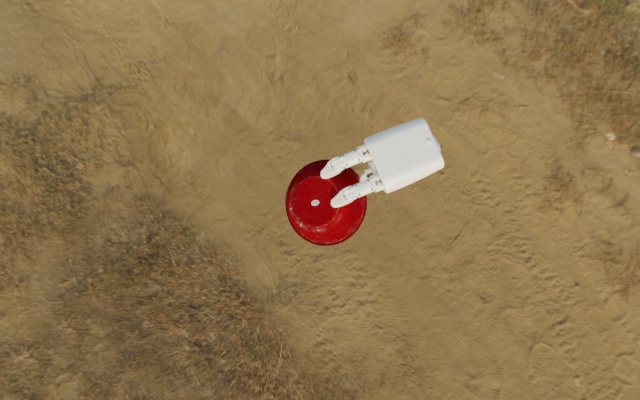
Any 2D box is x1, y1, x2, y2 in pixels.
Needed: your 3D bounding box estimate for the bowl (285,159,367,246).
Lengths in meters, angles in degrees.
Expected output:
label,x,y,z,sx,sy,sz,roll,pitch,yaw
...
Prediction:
label,x,y,z,sx,sy,sz,roll,pitch,yaw
bowl,-0.001,0.004,0.866,0.162,0.162,0.055,0,-2,20
